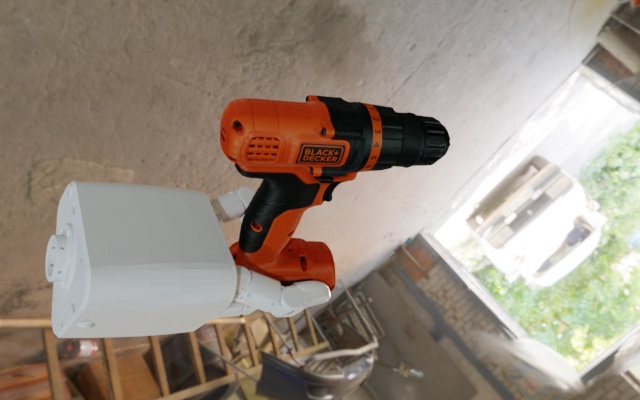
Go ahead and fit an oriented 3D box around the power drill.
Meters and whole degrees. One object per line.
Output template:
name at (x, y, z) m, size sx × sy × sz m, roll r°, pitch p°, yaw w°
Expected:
power drill at (0.000, 0.002, 0.401) m, size 0.184 × 0.188 × 0.057 m, roll 1°, pitch 40°, yaw -22°
